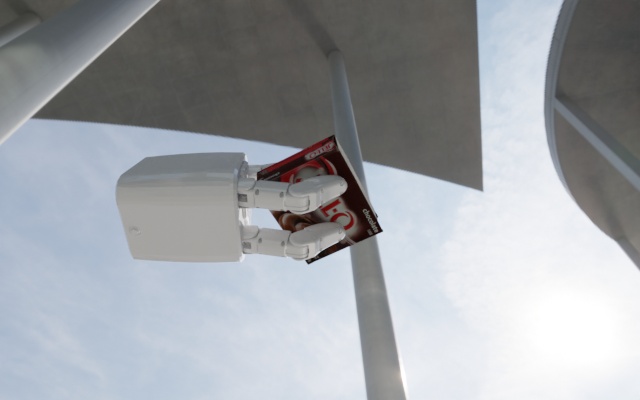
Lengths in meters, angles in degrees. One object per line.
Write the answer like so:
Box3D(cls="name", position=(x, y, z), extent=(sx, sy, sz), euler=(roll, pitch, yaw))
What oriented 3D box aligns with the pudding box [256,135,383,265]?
Box3D(cls="pudding box", position=(0.000, 0.002, 0.485), extent=(0.090, 0.113, 0.039), euler=(-25, 34, 12))
